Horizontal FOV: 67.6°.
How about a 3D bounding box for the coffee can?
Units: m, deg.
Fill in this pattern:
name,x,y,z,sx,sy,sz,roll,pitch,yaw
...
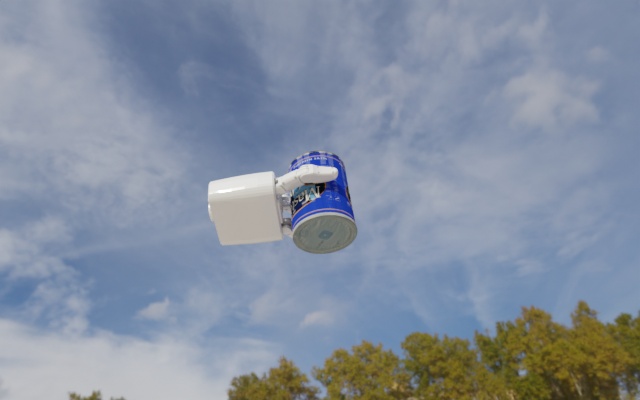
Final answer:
name,x,y,z,sx,sy,sz,roll,pitch,yaw
coffee can,0.000,0.003,0.792,0.103,0.140,0.103,-5,-40,-4
